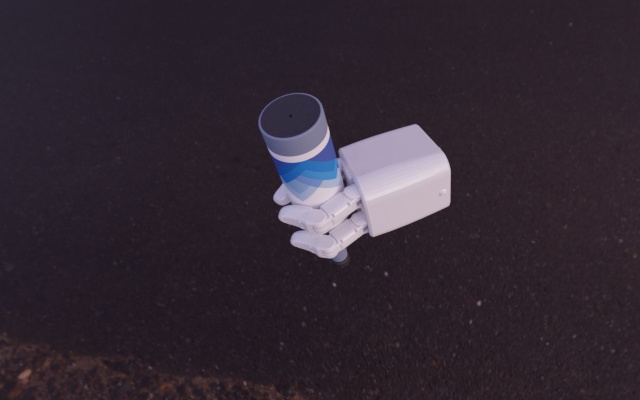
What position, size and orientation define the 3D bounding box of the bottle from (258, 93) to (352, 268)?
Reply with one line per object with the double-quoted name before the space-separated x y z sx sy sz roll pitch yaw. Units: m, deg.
"bottle" 0.000 0.002 0.588 0.069 0.069 0.296 0 -36 15
